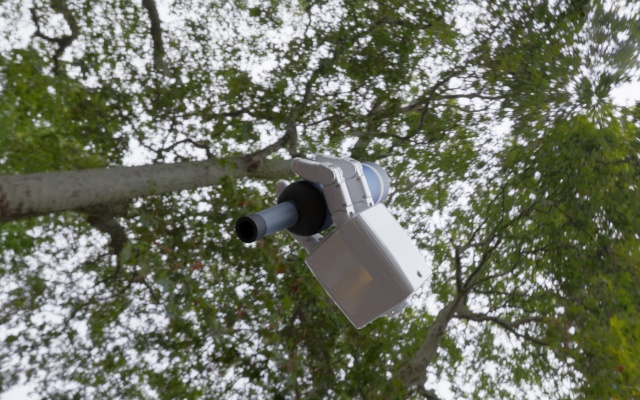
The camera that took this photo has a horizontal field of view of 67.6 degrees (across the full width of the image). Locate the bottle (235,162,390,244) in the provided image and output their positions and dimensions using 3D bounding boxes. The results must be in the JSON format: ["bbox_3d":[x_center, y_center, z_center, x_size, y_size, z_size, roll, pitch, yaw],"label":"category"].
[{"bbox_3d":[0.000,0.002,0.586,0.069,0.069,0.295,0,10,30],"label":"bottle"}]
